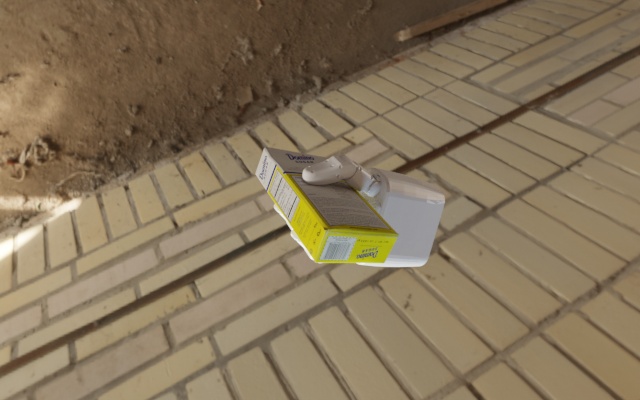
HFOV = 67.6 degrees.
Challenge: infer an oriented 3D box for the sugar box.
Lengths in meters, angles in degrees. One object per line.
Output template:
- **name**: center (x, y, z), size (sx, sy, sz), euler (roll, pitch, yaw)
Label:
- **sugar box**: center (0.000, 0.002, 0.542), size (0.093, 0.048, 0.176), euler (7, 26, -33)
